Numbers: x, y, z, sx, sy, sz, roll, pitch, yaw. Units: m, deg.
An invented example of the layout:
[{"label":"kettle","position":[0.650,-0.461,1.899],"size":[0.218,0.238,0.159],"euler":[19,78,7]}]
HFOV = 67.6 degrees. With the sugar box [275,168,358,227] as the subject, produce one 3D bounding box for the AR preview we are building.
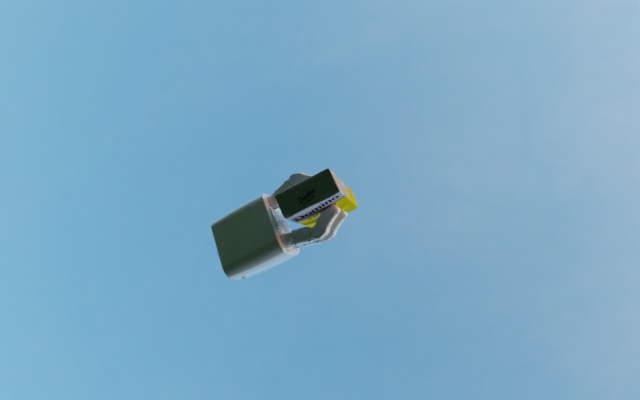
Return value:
[{"label":"sugar box","position":[0.000,0.003,0.765],"size":[0.093,0.048,0.176],"euler":[-27,-11,9]}]
